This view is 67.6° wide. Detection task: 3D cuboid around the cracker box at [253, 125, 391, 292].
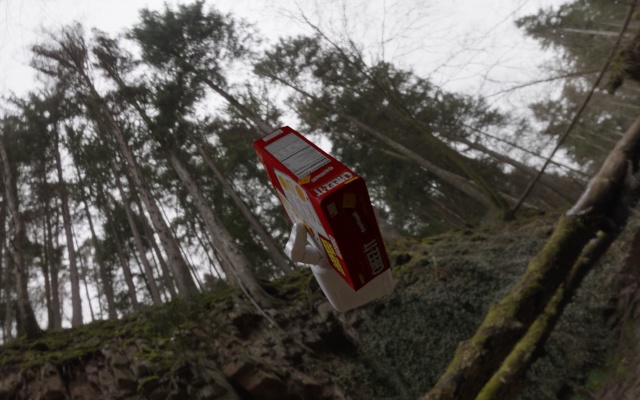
[{"bbox_3d":[0.000,0.002,0.681,0.072,0.164,0.213,-32,38,-13],"label":"cracker box"}]
